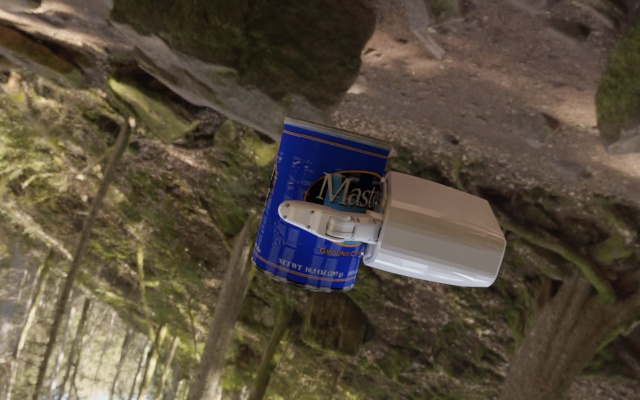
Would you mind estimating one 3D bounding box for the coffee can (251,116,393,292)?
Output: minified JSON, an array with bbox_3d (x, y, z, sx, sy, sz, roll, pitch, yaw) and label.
[{"bbox_3d":[0.000,0.001,0.452,0.103,0.140,0.103,14,8,-2],"label":"coffee can"}]
